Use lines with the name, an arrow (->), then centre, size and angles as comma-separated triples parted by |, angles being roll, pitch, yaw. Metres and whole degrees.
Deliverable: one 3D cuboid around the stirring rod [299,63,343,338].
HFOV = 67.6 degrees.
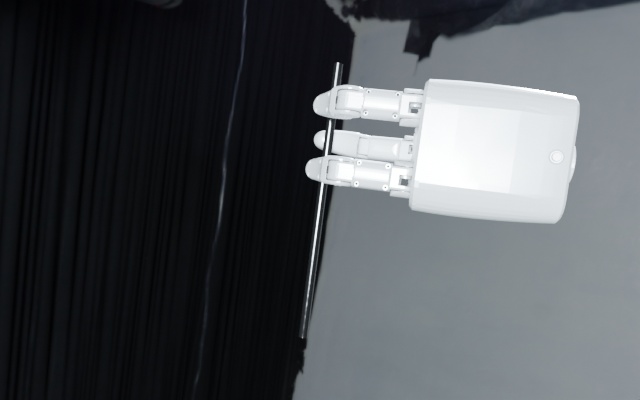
stirring rod -> 0.000, 0.001, 0.417 | 0.011, 0.239, 0.011 | 7, 3, 0
